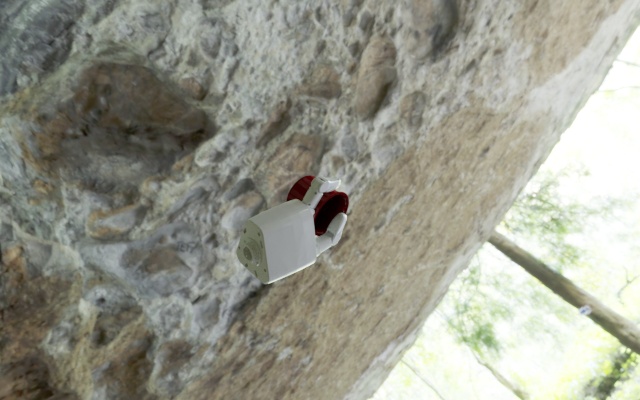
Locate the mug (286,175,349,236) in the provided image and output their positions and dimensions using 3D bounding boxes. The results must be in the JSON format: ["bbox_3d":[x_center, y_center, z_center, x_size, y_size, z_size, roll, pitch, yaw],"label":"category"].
[{"bbox_3d":[0.001,0.002,0.887,0.117,0.093,0.081,-21,44,-41],"label":"mug"}]
